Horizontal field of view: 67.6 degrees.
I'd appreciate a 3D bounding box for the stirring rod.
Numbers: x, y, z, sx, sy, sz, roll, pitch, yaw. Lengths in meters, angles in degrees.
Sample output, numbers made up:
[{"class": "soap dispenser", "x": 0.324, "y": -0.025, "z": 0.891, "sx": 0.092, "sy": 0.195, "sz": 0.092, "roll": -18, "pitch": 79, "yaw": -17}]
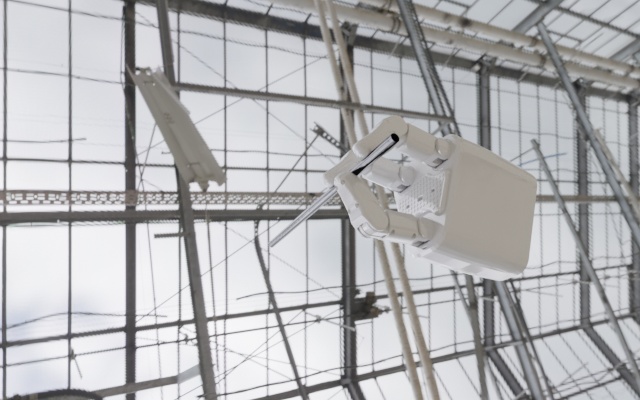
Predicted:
[{"class": "stirring rod", "x": 0.000, "y": 0.002, "z": 0.456, "sx": 0.011, "sy": 0.011, "sz": 0.240, "roll": 0, "pitch": -24, "yaw": -31}]
